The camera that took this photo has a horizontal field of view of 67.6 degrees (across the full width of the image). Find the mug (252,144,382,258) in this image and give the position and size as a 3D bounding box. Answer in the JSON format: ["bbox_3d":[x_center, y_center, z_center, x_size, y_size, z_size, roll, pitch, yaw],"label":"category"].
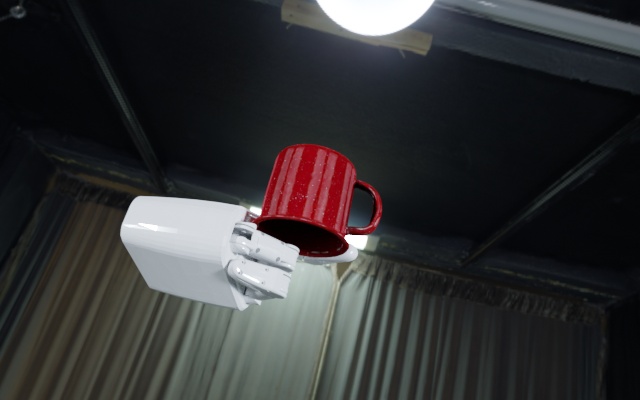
[{"bbox_3d":[0.002,0.001,0.455,0.117,0.081,0.093,7,-26,12],"label":"mug"}]
